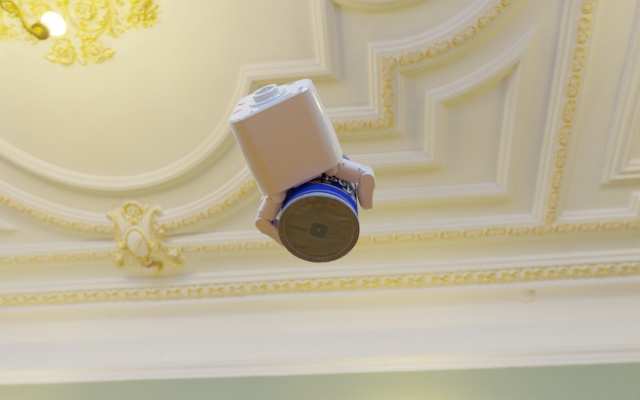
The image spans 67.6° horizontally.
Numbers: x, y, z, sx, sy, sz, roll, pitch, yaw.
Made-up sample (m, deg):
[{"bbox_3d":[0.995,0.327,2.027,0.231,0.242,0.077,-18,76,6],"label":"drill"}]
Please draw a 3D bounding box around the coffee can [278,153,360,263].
[{"bbox_3d":[0.000,0.002,0.652,0.103,0.103,0.140,0,31,2],"label":"coffee can"}]
